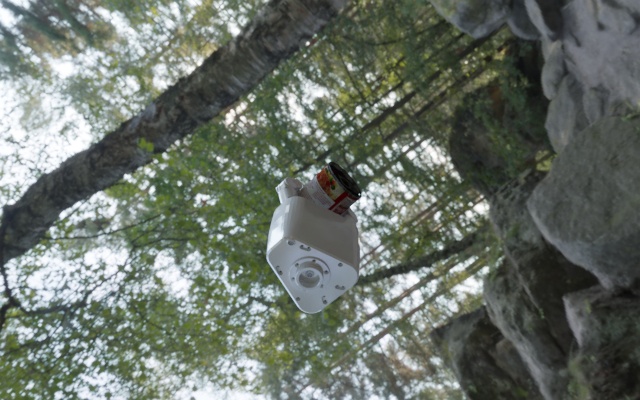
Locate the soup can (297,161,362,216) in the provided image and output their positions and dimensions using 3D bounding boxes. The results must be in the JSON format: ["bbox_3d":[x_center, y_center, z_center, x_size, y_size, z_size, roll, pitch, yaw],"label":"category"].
[{"bbox_3d":[0.000,0.002,0.691,0.102,0.068,0.068,-42,-16,18],"label":"soup can"}]
